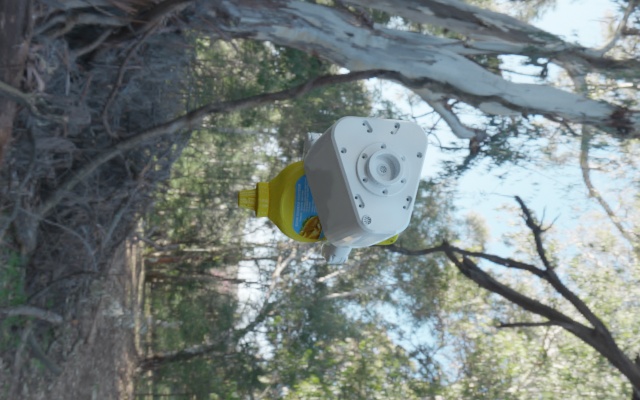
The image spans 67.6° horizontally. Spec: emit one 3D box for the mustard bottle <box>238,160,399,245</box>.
[{"bbox_3d":[0.000,0.002,0.562,0.191,0.096,0.058,2,14,-13],"label":"mustard bottle"}]
